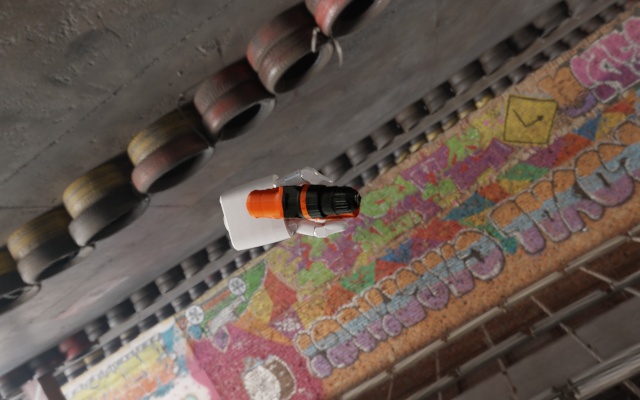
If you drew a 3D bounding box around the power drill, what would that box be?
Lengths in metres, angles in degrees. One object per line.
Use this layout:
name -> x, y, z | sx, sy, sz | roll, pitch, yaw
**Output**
power drill -> 0.000, 0.003, 0.776 | 0.184, 0.057, 0.187 | -1, -3, 24
